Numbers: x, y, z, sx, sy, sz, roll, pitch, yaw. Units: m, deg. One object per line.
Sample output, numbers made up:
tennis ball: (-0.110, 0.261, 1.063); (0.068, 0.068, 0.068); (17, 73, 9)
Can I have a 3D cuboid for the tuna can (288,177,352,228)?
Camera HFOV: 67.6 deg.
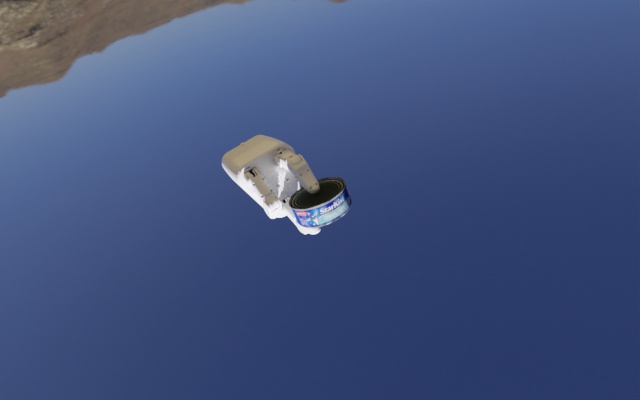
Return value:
tuna can: (0.000, 0.003, 0.680); (0.086, 0.034, 0.086); (-19, 25, 9)
